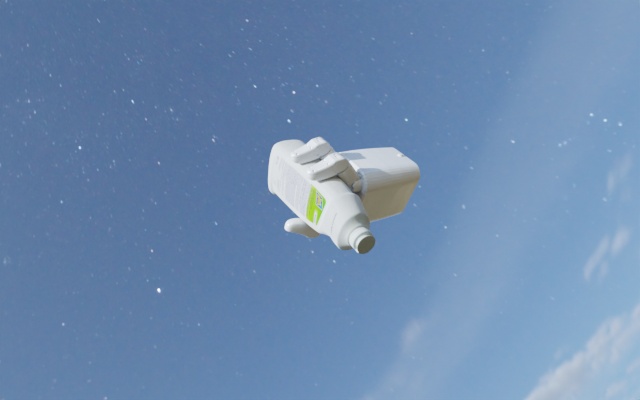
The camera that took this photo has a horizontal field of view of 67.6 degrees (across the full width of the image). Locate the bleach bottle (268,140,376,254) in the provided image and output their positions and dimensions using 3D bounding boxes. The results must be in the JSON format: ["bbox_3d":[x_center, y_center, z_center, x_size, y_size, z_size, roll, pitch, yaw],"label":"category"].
[{"bbox_3d":[0.000,0.002,0.707,0.068,0.103,0.250,-11,35,-26],"label":"bleach bottle"}]
